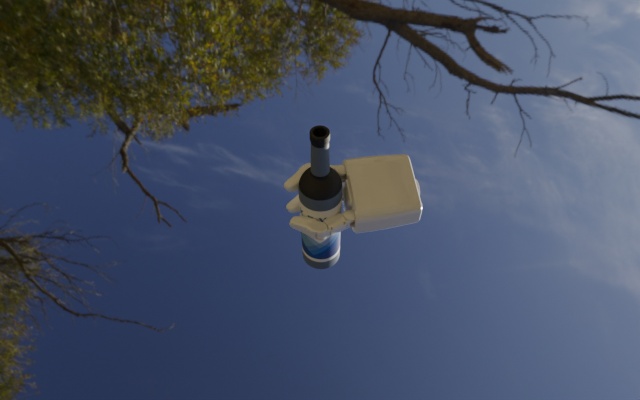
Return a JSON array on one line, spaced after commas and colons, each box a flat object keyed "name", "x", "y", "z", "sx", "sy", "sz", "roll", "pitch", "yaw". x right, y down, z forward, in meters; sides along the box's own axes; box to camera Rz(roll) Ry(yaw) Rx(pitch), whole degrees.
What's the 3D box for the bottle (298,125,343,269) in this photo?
[{"name": "bottle", "x": 0.000, "y": 0.003, "z": 0.744, "sx": 0.069, "sy": 0.069, "sz": 0.296, "roll": 0, "pitch": -39, "yaw": 1}]
